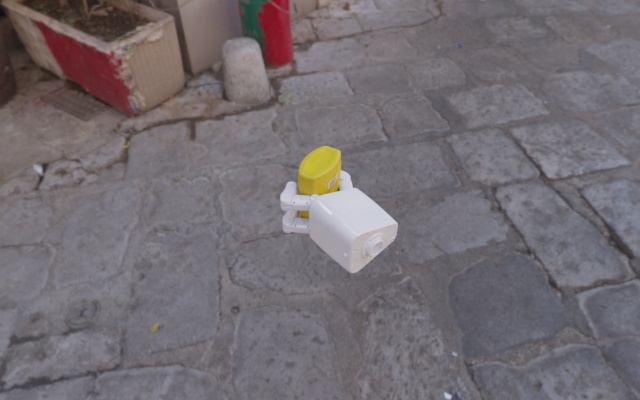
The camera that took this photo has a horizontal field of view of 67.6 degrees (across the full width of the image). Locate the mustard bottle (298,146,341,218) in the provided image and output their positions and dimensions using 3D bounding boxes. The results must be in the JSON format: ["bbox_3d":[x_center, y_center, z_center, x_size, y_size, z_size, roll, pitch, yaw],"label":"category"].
[{"bbox_3d":[0.000,0.002,0.868,0.058,0.192,0.096,20,46,21],"label":"mustard bottle"}]
